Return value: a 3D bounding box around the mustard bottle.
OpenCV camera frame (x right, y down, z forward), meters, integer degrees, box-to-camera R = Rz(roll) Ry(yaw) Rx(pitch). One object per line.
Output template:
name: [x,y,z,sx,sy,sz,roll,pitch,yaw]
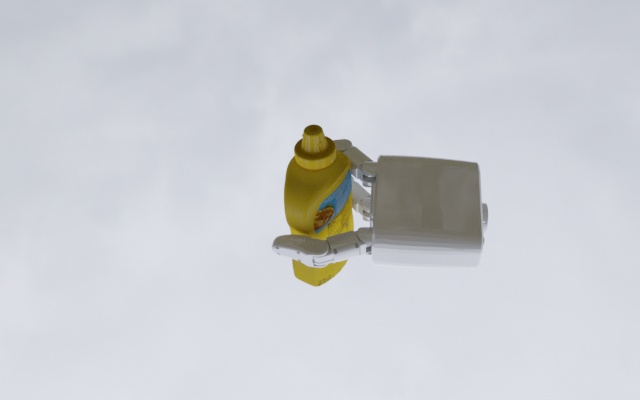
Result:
mustard bottle: [0.000,0.002,0.512,0.058,0.192,0.096,22,51,24]
